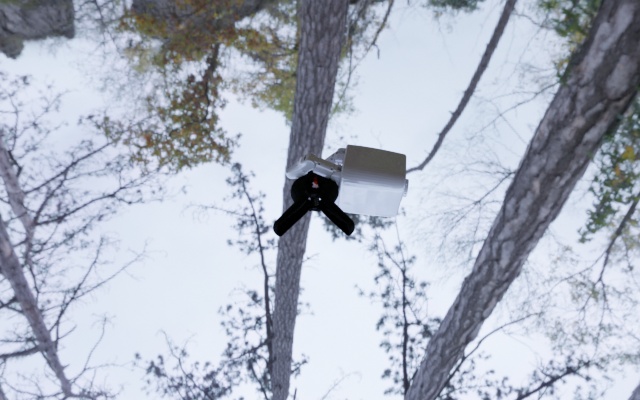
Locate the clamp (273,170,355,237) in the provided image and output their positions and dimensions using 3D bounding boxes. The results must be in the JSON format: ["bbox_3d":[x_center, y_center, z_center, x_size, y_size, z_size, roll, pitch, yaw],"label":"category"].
[{"bbox_3d":[0.000,0.003,0.759,0.120,0.039,0.171,9,39,4],"label":"clamp"}]
